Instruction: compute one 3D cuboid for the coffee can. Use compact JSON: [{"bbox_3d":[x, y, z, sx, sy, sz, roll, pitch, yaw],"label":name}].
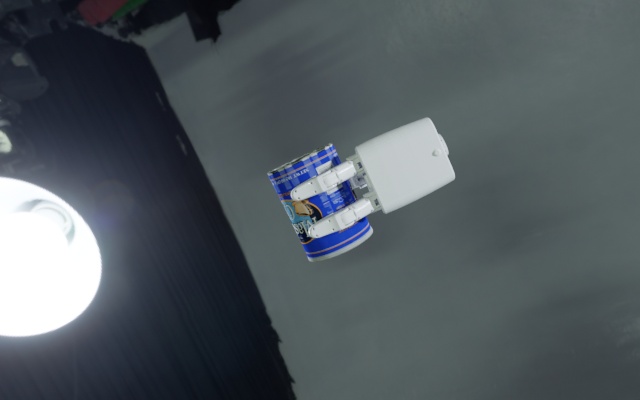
[{"bbox_3d":[0.000,0.002,0.684,0.103,0.140,0.103,-25,7,3],"label":"coffee can"}]
